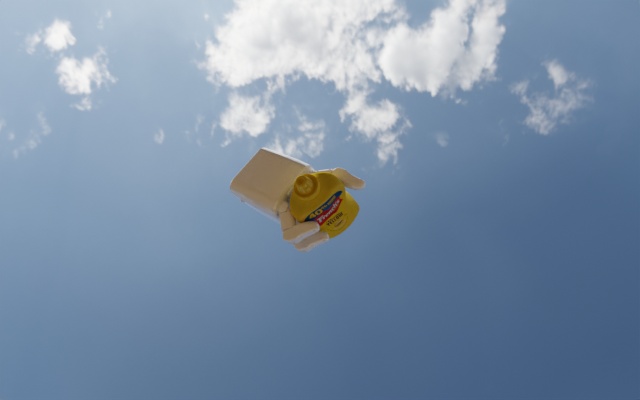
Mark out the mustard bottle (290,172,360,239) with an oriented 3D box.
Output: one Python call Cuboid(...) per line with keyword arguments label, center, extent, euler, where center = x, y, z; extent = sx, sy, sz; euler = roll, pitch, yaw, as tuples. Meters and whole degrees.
Cuboid(label="mustard bottle", center=(0.000, 0.003, 0.790), extent=(0.096, 0.058, 0.192), euler=(-38, -28, 2))
